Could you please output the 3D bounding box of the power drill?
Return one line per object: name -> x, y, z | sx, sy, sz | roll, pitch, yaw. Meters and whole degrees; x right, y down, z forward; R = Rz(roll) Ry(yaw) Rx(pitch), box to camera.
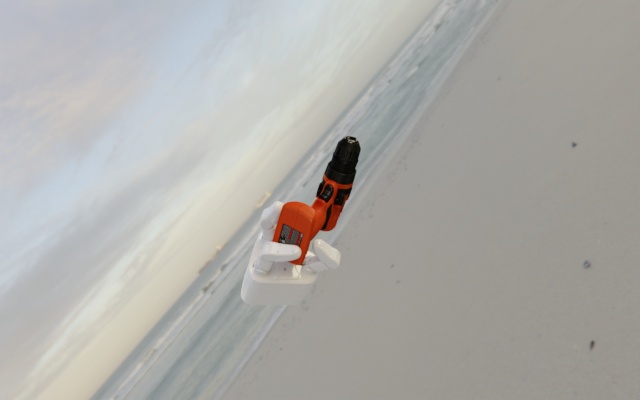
power drill -> 0.000, 0.003, 0.756 | 0.057, 0.184, 0.187 | 26, 34, 15
